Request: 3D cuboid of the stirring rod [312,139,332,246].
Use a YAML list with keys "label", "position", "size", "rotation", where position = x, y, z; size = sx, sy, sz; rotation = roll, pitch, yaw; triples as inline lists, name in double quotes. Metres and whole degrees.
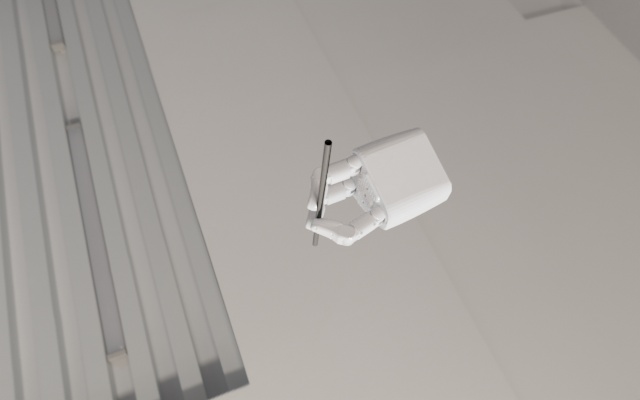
- label: "stirring rod"
  position: [0.000, 0.002, 0.591]
  size: [0.011, 0.011, 0.240]
  rotation: [0, -31, -4]
